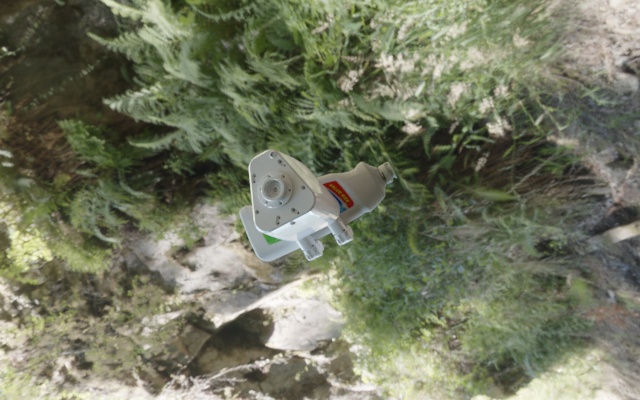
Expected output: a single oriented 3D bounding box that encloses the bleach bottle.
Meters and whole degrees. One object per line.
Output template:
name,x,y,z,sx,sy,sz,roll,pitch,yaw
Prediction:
bleach bottle,0.000,0.003,0.765,0.251,0.102,0.068,-28,-16,12
